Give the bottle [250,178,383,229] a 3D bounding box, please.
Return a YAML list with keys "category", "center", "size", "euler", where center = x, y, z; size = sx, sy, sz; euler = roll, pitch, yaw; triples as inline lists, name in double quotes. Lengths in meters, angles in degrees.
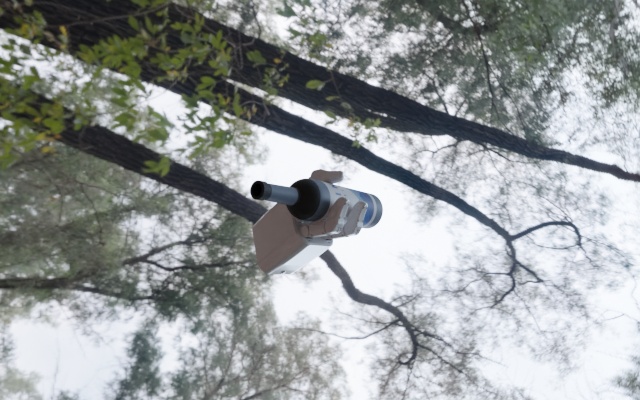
- category: "bottle"
  center: [0.000, 0.003, 0.775]
  size: [0.069, 0.069, 0.296]
  euler: [0, -7, 37]
